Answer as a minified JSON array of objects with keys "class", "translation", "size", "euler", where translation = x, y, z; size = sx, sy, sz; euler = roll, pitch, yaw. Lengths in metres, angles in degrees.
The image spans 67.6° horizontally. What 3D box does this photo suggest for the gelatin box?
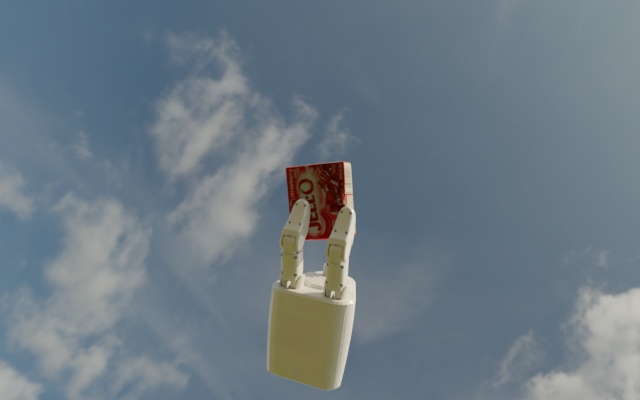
[{"class":"gelatin box","translation":[0.000,0.001,0.560],"size":[0.073,0.089,0.030],"euler":[-4,-1,21]}]
